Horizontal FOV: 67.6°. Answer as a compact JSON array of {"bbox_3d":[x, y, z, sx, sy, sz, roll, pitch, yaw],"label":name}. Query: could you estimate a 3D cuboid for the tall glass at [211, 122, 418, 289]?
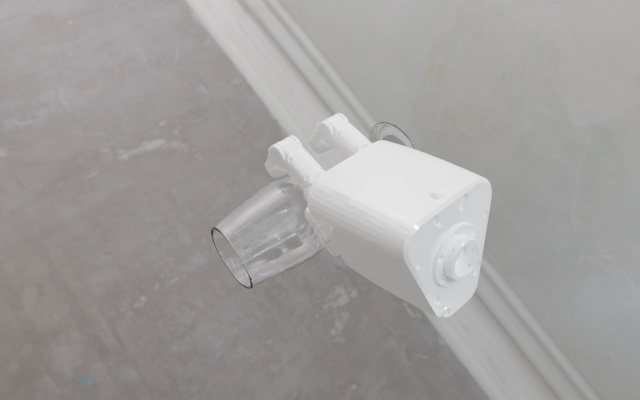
[{"bbox_3d":[0.001,0.001,0.447,0.201,0.079,0.079,-32,15,-25],"label":"tall glass"}]
